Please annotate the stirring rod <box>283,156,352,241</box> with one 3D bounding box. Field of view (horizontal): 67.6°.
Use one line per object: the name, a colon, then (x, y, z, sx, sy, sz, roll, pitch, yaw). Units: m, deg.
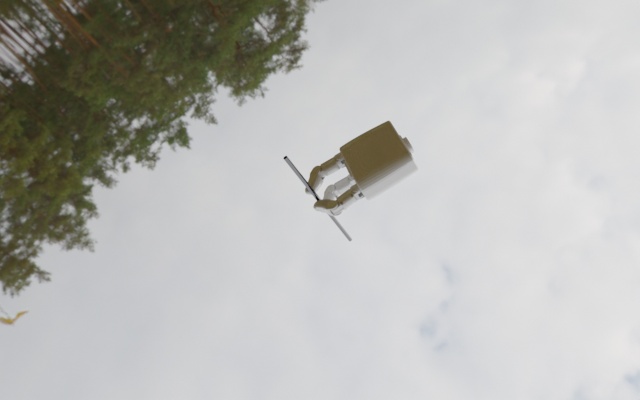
stirring rod: (0.000, 0.003, 0.876, 0.011, 0.011, 0.240, 0, -39, 39)
